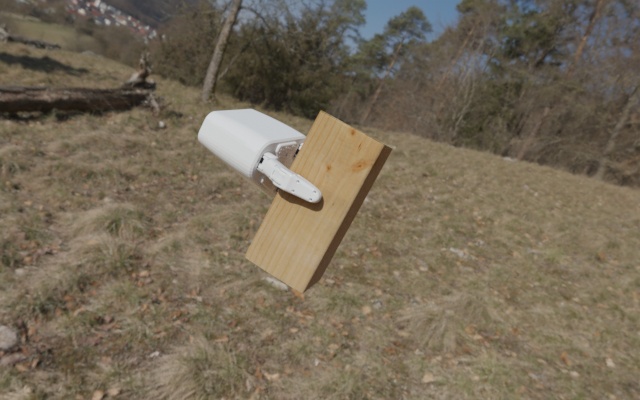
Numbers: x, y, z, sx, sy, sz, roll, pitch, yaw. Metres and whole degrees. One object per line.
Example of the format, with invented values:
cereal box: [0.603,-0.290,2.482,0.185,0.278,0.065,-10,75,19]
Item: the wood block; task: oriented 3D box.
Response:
wood block: [0.000,0.002,0.613,0.090,0.206,0.091,30,10,12]
